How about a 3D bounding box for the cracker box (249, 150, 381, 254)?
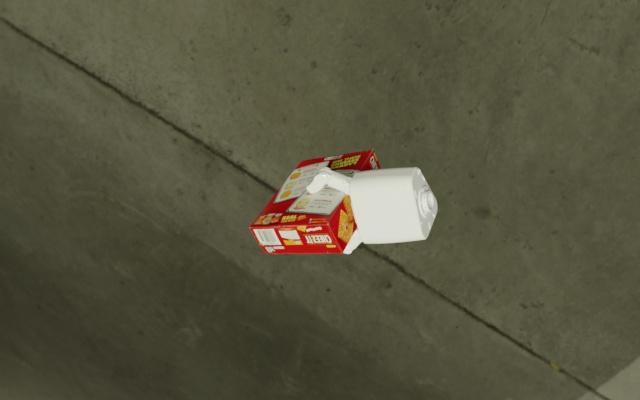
[{"bbox_3d":[0.000,0.003,0.849,0.164,0.072,0.213,-5,34,33],"label":"cracker box"}]
